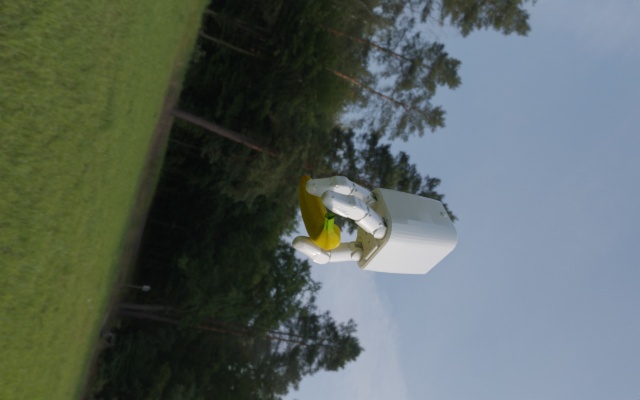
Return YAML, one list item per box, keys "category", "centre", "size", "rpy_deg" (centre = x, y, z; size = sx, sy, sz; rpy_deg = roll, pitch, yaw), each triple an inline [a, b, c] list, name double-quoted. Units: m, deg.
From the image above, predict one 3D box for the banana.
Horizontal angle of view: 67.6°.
- category: "banana"
  centre: [-0.001, 0.021, 0.668]
  size: [0.037, 0.070, 0.197]
  rpy_deg: [2, 17, -14]
